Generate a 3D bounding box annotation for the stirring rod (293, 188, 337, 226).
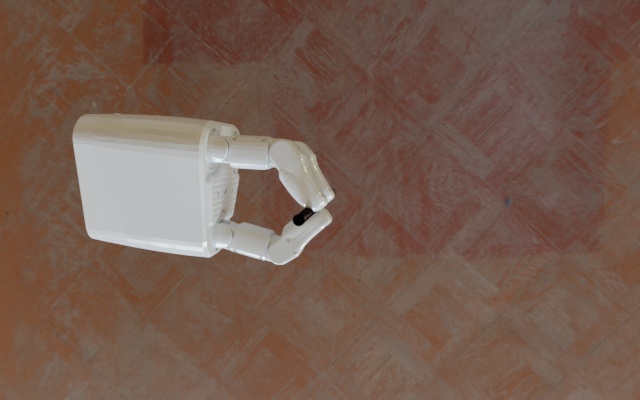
[{"bbox_3d":[0.000,0.001,0.431,0.011,0.011,0.239,0,5,7],"label":"stirring rod"}]
